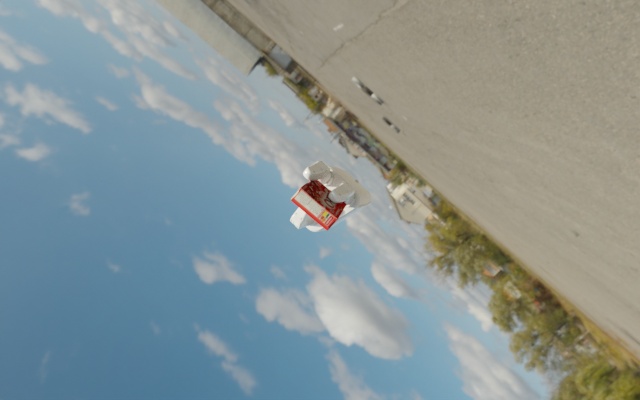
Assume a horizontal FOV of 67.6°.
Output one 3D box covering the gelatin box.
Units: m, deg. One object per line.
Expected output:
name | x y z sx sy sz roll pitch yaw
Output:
gelatin box | 0.000 0.003 0.748 0.073 0.030 0.089 40 19 1
